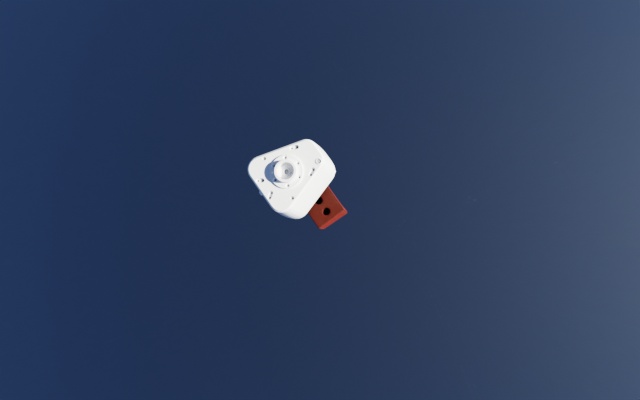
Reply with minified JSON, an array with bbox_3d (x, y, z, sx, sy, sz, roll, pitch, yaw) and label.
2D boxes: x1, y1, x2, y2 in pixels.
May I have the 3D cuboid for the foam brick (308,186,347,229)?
[{"bbox_3d":[0.000,0.003,0.796,0.053,0.078,0.051,-36,-9,3],"label":"foam brick"}]
